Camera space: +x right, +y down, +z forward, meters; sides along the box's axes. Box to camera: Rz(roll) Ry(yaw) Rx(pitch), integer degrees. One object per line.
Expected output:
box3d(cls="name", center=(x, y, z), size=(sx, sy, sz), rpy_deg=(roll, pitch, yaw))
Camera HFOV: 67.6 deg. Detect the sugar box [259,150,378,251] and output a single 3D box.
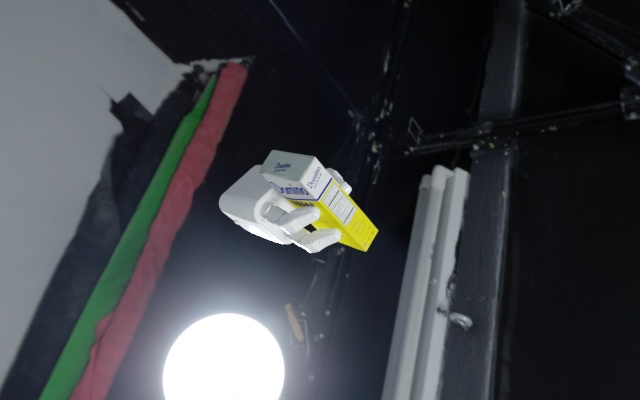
box3d(cls="sugar box", center=(0.000, 0.003, 0.674), size=(0.093, 0.048, 0.176), rpy_deg=(14, -22, 47))
